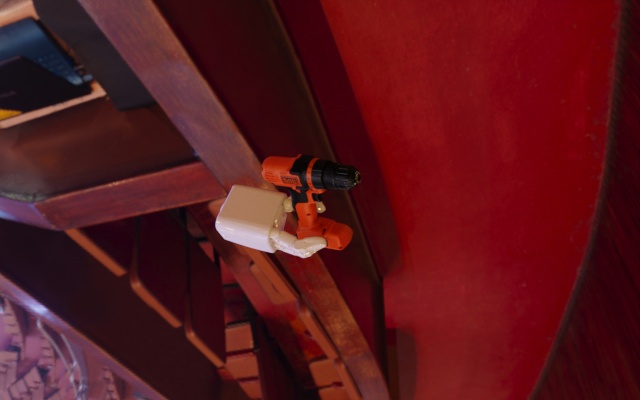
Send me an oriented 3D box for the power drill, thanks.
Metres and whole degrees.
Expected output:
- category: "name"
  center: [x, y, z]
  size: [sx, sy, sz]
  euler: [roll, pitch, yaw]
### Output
- category: "power drill"
  center: [0.000, 0.003, 0.842]
  size: [0.184, 0.188, 0.057]
  euler: [10, 46, 31]
